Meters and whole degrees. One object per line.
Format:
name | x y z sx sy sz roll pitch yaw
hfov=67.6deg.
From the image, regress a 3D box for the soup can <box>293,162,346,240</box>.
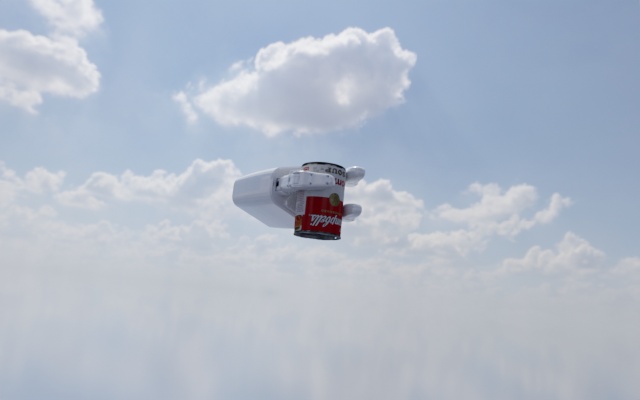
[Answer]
soup can | 0.000 0.002 0.684 0.068 0.102 0.068 6 -11 1
